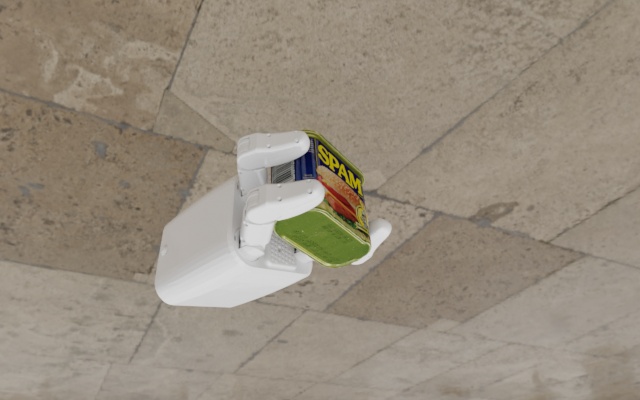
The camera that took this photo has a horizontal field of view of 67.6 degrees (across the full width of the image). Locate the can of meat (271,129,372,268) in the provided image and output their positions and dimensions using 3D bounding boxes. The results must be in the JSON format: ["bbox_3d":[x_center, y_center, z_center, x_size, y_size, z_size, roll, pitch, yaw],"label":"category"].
[{"bbox_3d":[0.000,0.002,0.423,0.057,0.084,0.102,-27,-43,26],"label":"can of meat"}]
